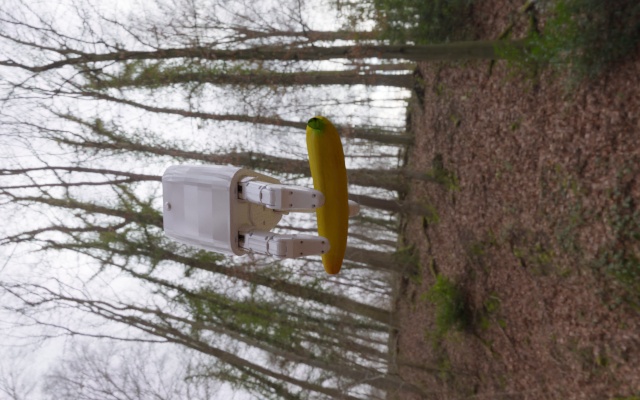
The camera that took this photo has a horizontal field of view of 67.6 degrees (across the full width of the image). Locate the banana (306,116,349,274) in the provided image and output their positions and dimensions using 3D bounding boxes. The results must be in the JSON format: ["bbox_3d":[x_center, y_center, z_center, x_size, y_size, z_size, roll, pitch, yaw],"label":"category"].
[{"bbox_3d":[0.006,-0.012,0.514,0.037,0.198,0.069,6,37,21],"label":"banana"}]
